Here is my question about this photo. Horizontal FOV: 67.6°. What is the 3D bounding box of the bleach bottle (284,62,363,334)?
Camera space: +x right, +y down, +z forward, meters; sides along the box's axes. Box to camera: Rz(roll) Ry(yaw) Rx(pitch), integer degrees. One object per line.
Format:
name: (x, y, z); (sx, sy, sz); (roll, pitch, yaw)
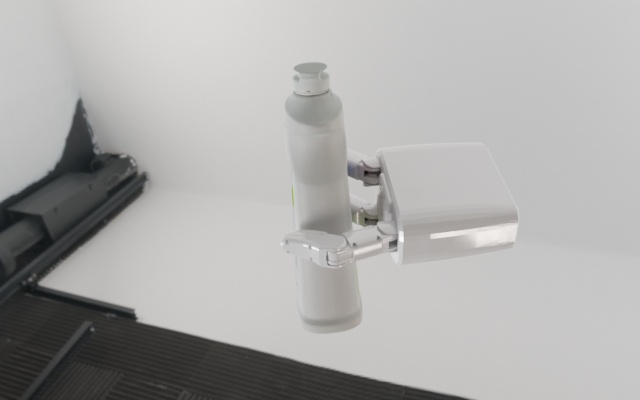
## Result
bleach bottle: (0.000, 0.001, 0.449); (0.068, 0.251, 0.102); (-7, 32, -4)
